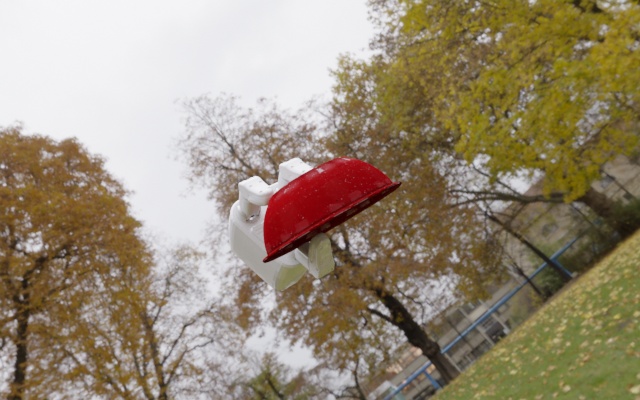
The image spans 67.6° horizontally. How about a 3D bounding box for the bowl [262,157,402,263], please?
[{"bbox_3d":[0.001,0.001,0.489,0.162,0.055,0.162,-29,-6,-3],"label":"bowl"}]
